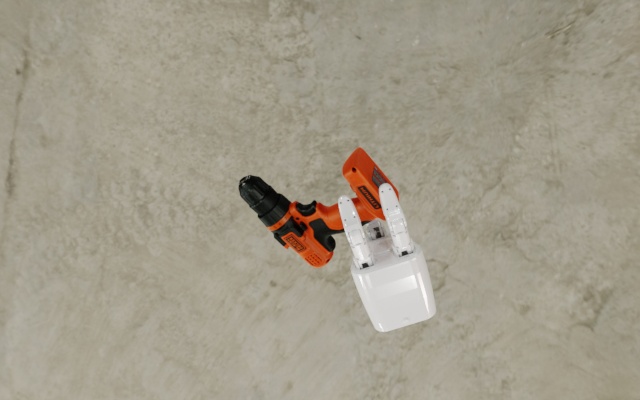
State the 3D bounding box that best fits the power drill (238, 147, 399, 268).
[{"bbox_3d":[0.001,0.002,0.671,0.188,0.057,0.184,-28,-61,32],"label":"power drill"}]
